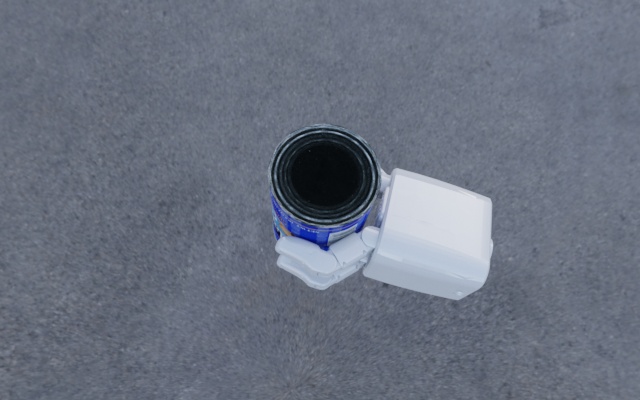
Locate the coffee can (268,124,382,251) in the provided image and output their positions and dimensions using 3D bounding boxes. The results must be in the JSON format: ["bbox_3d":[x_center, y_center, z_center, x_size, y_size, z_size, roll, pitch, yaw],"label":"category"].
[{"bbox_3d":[0.000,0.002,0.490,0.103,0.102,0.140,0,-22,-3],"label":"coffee can"}]
